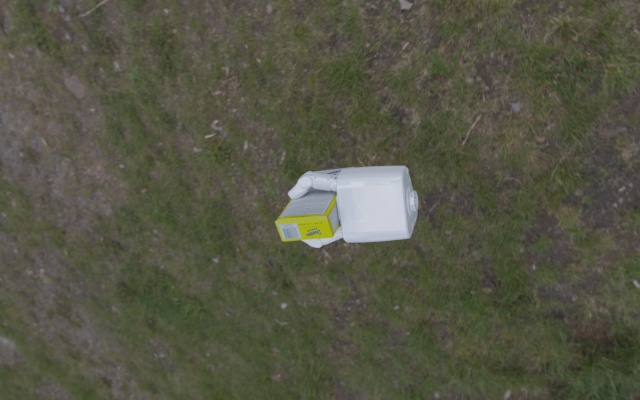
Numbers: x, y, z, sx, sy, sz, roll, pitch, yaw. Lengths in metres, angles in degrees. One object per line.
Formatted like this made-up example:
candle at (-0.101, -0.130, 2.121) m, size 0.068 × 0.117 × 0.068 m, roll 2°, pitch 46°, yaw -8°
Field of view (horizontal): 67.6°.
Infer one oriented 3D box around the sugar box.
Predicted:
sugar box at (0.000, 0.003, 0.812) m, size 0.093 × 0.048 × 0.176 m, roll -5°, pitch 25°, yaw 24°
